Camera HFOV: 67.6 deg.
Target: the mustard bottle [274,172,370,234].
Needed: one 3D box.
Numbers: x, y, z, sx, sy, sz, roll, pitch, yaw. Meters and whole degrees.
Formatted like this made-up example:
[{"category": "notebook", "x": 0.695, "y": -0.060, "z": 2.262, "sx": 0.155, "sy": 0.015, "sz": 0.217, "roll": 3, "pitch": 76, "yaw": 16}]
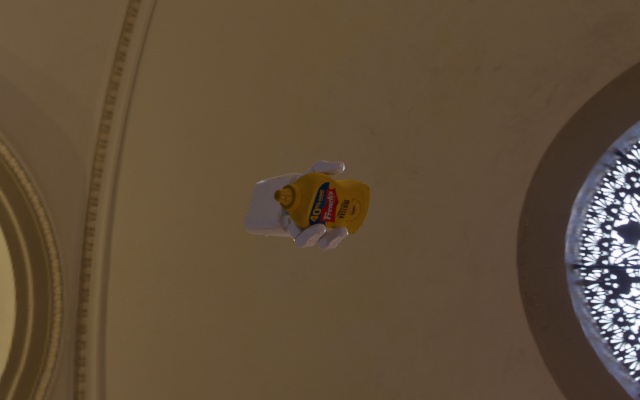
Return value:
[{"category": "mustard bottle", "x": 0.001, "y": 0.003, "z": 0.800, "sx": 0.191, "sy": 0.096, "sz": 0.058, "roll": 9, "pitch": 13, "yaw": -44}]
